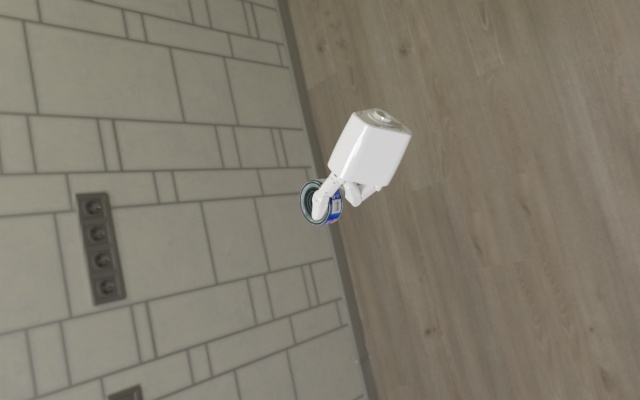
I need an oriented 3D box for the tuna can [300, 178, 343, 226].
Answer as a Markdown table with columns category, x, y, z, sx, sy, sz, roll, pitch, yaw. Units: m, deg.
| category | x | y | z | sx | sy | sz | roll | pitch | yaw |
| --- | --- | --- | --- | --- | --- | --- | --- | --- | --- |
| tuna can | 0.000 | 0.003 | 0.885 | 0.034 | 0.086 | 0.086 | -11 | 8 | -43 |
